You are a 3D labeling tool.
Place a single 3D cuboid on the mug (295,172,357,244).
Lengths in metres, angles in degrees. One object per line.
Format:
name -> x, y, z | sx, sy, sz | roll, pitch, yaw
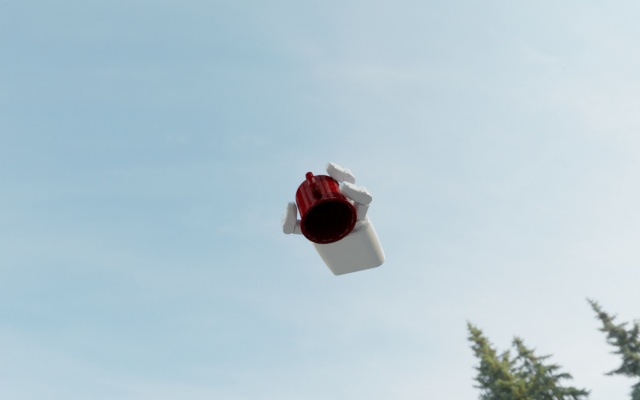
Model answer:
mug -> -0.001, 0.001, 0.778 | 0.093, 0.117, 0.081 | -25, 39, 3
